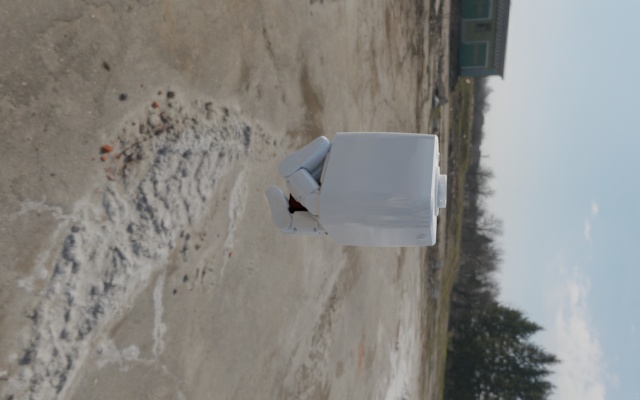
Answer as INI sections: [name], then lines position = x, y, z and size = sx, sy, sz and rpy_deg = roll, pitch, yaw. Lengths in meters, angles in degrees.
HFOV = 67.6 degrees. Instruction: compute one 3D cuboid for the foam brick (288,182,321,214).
[foam brick]
position = 0.000, 0.002, 0.558
size = 0.051, 0.053, 0.078
rpy_deg = 1, -22, 15
